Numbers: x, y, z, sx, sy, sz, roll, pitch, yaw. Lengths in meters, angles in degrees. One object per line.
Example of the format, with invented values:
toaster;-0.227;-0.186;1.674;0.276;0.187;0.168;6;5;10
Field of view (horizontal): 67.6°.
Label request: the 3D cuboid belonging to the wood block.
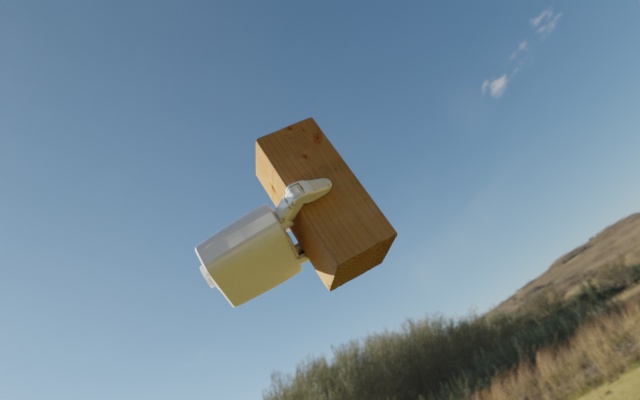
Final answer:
wood block;0.000;0.002;0.640;0.090;0.206;0.091;-25;-25;-20
